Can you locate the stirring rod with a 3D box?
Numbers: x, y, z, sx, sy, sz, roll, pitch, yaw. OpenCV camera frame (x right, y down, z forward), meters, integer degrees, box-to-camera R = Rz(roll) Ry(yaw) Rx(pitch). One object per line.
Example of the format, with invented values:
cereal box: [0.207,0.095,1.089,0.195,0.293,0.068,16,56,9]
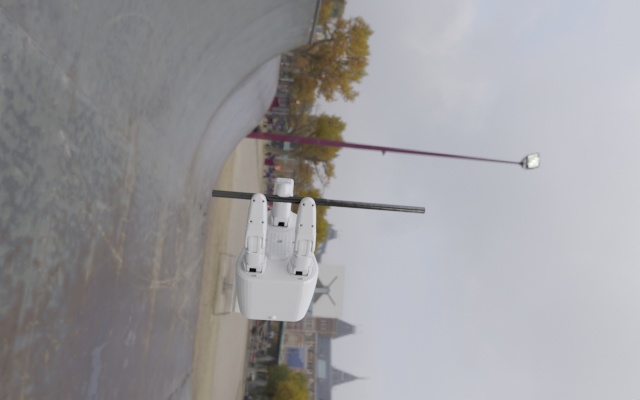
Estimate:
stirring rod: [0.000,0.002,0.539,0.239,0.011,0.011,5,-1,-5]
